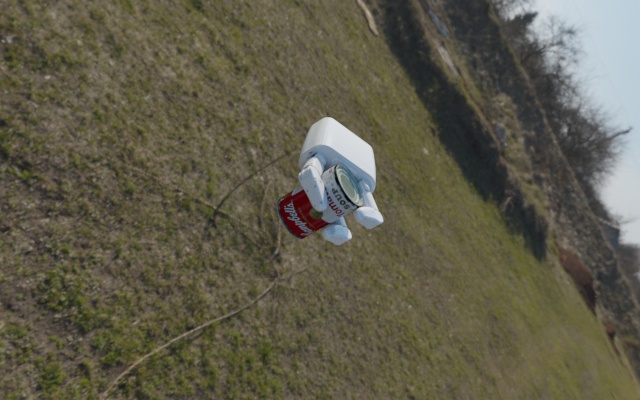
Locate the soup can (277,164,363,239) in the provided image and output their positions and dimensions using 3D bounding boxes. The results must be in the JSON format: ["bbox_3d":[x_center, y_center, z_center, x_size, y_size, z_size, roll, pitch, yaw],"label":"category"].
[{"bbox_3d":[0.000,0.002,0.667,0.102,0.068,0.068,-30,-13,23],"label":"soup can"}]
